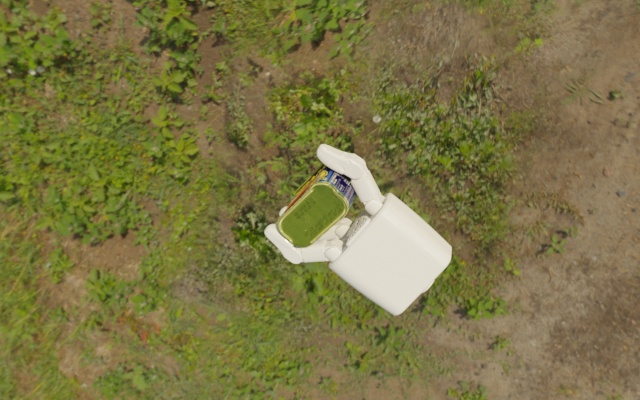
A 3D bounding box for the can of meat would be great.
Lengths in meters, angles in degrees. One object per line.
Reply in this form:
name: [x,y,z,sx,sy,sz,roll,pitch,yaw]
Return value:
can of meat: [0.000,0.002,0.591,0.102,0.057,0.084,-44,8,30]
